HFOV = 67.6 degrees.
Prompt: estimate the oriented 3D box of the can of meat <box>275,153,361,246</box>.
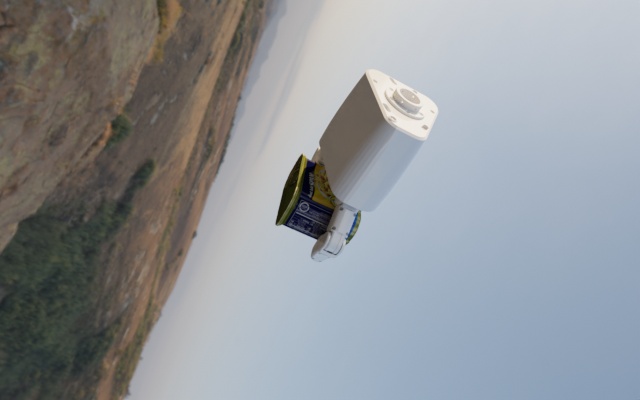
[{"bbox_3d":[0.000,0.002,0.568,0.084,0.057,0.102,24,34,-13],"label":"can of meat"}]
